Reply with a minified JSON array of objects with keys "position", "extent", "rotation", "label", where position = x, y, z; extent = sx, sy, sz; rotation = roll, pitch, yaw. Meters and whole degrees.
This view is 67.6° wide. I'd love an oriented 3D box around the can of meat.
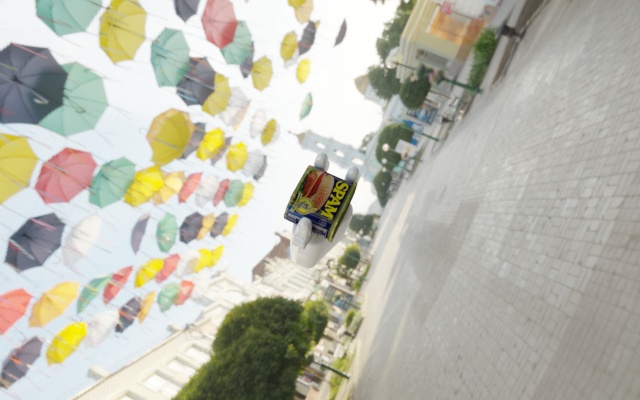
[{"position":[0.000,0.002,0.750],"extent":[0.084,0.102,0.057],"rotation":[24,-28,8],"label":"can of meat"}]
